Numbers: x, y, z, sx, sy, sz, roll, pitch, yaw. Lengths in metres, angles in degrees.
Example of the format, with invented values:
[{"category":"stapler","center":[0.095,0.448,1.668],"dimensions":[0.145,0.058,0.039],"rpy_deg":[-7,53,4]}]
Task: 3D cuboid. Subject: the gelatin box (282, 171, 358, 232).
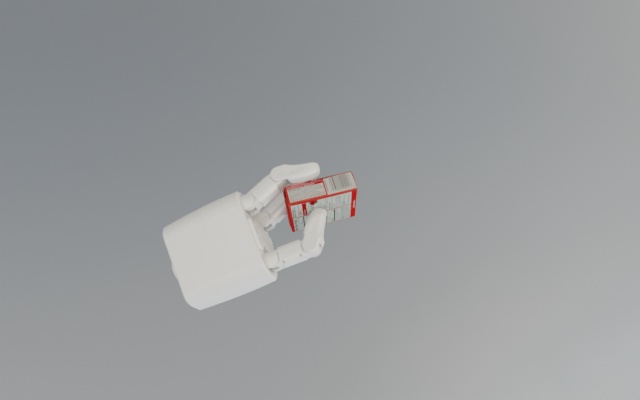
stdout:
[{"category":"gelatin box","center":[0.001,0.002,0.604],"dimensions":[0.089,0.030,0.073],"rpy_deg":[-14,-29,-6]}]
